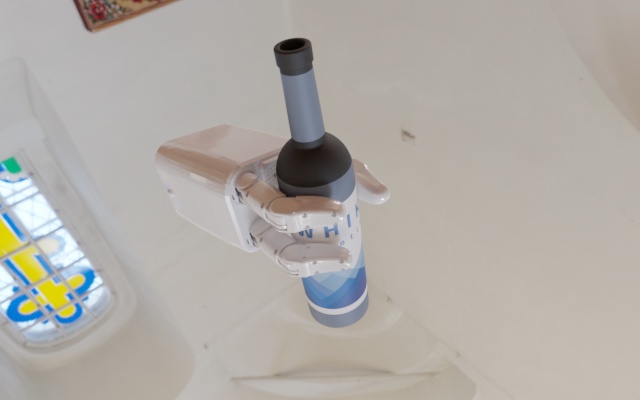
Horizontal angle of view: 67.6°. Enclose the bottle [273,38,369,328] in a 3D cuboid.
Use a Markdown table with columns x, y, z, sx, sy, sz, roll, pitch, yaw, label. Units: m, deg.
| x | y | z | sx | sy | sz | roll | pitch | yaw | label |
| --- | --- | --- | --- | --- | --- | --- | --- | --- | --- |
| 0.000 | 0.002 | 0.431 | 0.069 | 0.296 | 0.069 | -6 | 40 | 5 | bottle |
